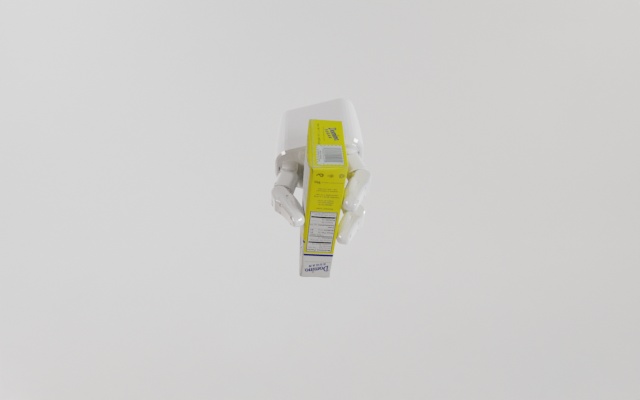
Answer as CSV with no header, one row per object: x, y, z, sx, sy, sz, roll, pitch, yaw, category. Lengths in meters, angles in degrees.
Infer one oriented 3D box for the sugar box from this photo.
0.001,0.002,0.575,0.048,0.176,0.093,1,42,-3,sugar box
